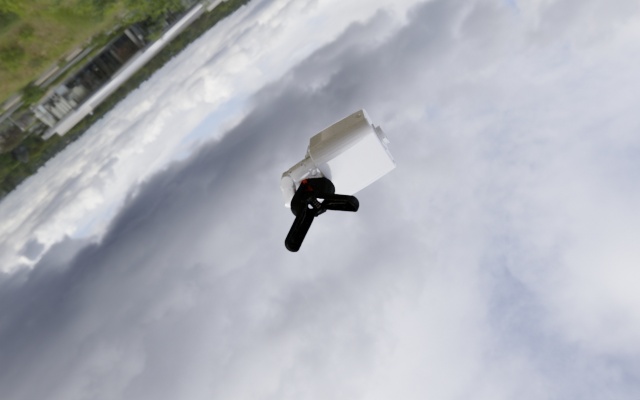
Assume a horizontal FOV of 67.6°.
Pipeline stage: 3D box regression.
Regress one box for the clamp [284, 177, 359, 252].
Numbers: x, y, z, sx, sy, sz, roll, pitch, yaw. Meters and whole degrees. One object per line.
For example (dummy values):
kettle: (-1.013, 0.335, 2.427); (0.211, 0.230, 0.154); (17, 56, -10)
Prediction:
clamp: (0.000, 0.003, 0.722); (0.120, 0.039, 0.171); (-25, 28, 12)
